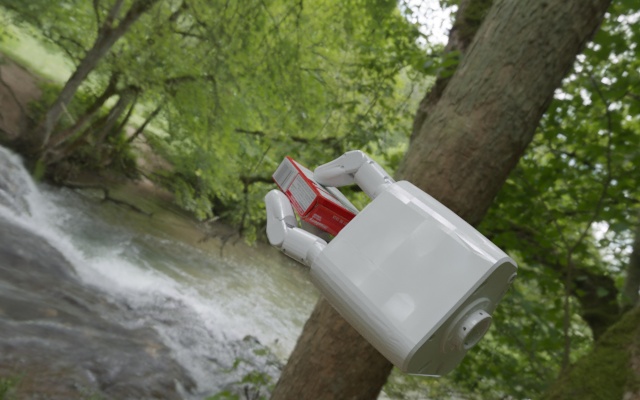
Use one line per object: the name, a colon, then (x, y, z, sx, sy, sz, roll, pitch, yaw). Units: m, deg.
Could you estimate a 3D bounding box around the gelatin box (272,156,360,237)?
gelatin box: (0.000, 0.001, 0.460, 0.073, 0.030, 0.089, 31, 12, -36)
